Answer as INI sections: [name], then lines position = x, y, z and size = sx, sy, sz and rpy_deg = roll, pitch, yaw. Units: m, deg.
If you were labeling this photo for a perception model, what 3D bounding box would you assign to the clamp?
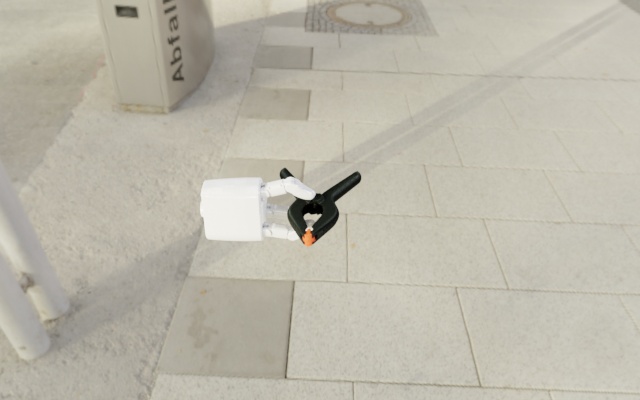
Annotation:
[clamp]
position = 0.000, 0.003, 0.894
size = 0.164, 0.036, 0.209
rpy_deg = -2, 39, 1
